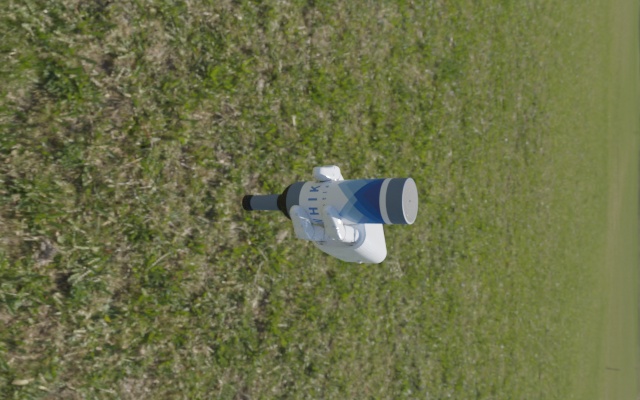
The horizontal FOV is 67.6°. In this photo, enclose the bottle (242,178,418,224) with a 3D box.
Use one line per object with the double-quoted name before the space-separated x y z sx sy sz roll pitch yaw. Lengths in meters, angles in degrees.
"bottle" 0.000 0.002 0.749 0.296 0.069 0.069 -1 0 30
